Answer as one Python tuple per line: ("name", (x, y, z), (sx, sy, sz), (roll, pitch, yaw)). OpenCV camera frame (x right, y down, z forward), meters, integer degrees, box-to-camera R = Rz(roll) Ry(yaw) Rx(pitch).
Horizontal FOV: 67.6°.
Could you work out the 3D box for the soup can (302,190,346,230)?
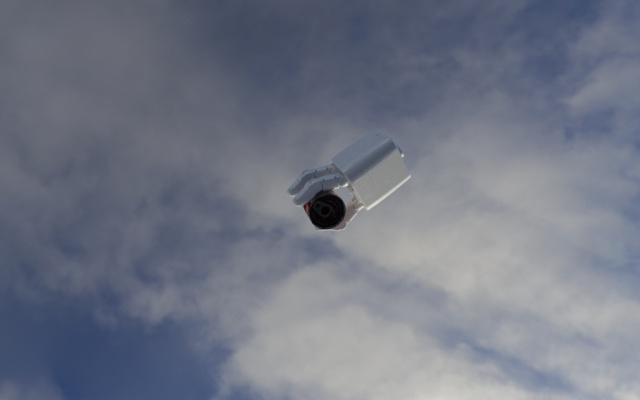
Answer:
("soup can", (0.000, 0.003, 0.888), (0.068, 0.068, 0.102), (0, 20, -15))
